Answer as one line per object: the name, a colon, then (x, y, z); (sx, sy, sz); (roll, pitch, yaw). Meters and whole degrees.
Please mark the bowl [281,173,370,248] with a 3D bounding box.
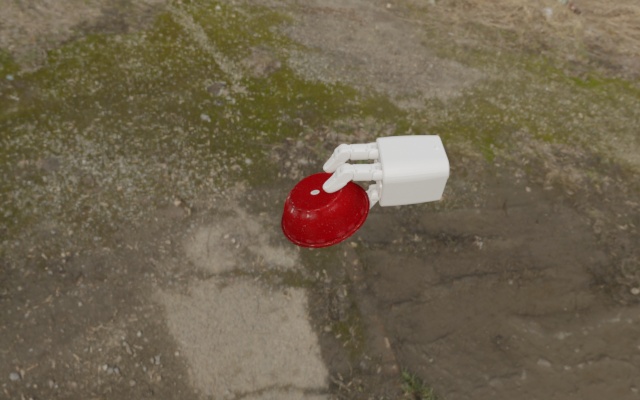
bowl: (-0.001, 0.003, 0.814); (0.162, 0.162, 0.055); (0, -44, 24)
